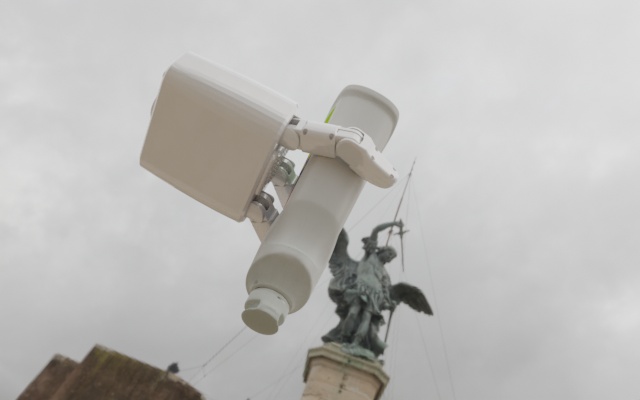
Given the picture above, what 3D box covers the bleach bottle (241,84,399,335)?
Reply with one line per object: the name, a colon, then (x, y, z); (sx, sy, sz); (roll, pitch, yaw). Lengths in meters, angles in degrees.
bleach bottle: (0.000, 0.001, 0.414); (0.068, 0.103, 0.250); (28, 44, -1)
